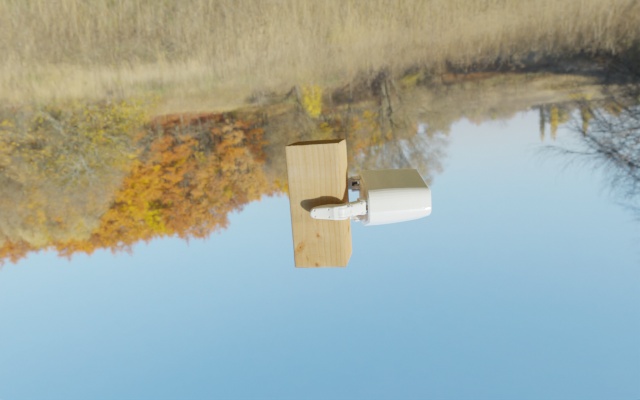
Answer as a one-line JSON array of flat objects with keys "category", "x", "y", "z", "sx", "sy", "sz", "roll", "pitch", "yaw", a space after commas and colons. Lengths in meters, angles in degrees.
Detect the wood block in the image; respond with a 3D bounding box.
[{"category": "wood block", "x": 0.000, "y": 0.003, "z": 0.818, "sx": 0.090, "sy": 0.206, "sz": 0.091, "roll": -2, "pitch": 11, "yaw": 11}]
